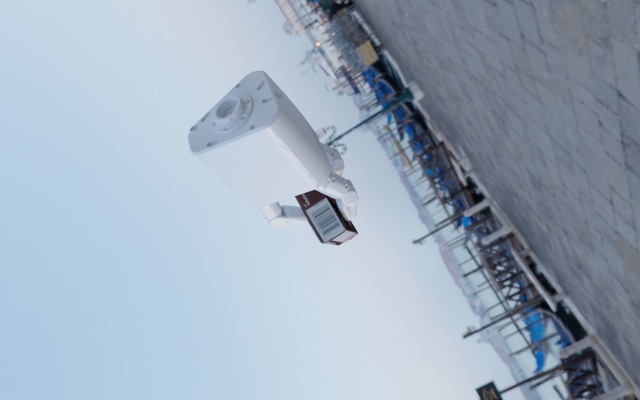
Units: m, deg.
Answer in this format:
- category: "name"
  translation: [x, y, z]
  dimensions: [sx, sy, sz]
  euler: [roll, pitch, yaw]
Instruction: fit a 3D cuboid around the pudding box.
- category: "pudding box"
  translation: [0.000, 0.002, 0.616]
  dimensions: [0.039, 0.113, 0.090]
  euler: [-31, -13, 10]
